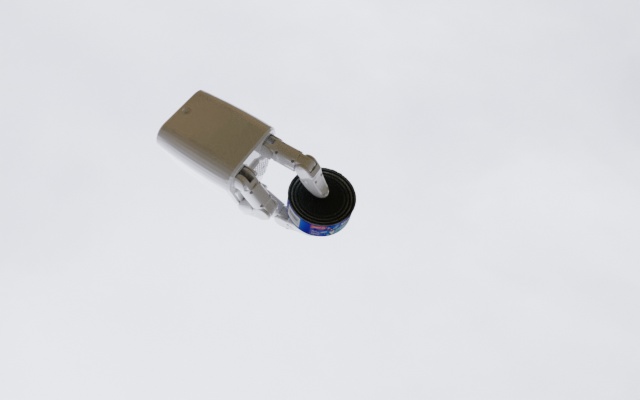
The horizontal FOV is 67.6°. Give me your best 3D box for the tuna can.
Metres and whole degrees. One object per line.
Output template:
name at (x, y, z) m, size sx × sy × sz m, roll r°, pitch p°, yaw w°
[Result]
tuna can at (0.000, 0.002, 0.603) m, size 0.086 × 0.086 × 0.034 m, roll 0°, pitch -32°, yaw -9°
